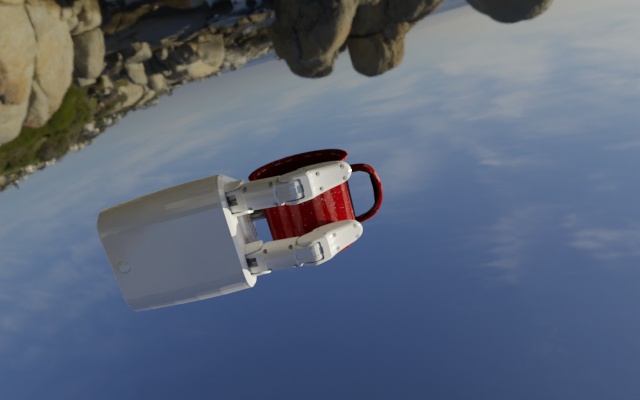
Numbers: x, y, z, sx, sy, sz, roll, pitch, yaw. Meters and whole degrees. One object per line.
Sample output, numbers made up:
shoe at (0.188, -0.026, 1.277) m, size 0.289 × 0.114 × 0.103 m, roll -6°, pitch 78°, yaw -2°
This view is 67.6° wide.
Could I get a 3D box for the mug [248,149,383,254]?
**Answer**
mug at (0.002, 0.001, 0.445) m, size 0.117 × 0.081 × 0.093 m, roll -13°, pitch 17°, yaw 3°
